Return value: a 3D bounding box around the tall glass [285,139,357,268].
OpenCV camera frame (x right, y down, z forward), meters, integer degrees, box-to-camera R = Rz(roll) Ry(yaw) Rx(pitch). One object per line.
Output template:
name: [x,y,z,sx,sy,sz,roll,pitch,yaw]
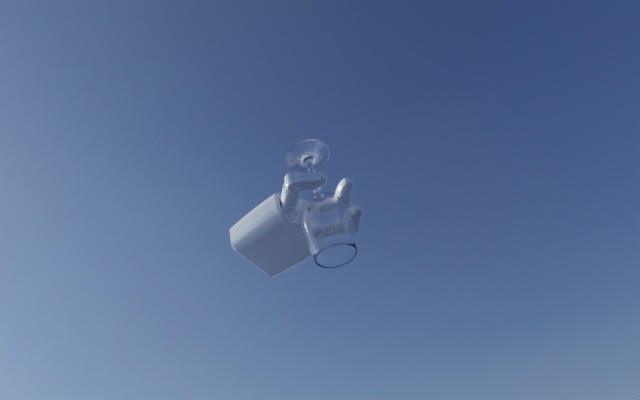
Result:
tall glass: [0.000,0.002,0.726,0.079,0.201,0.079,-10,-38,-8]
